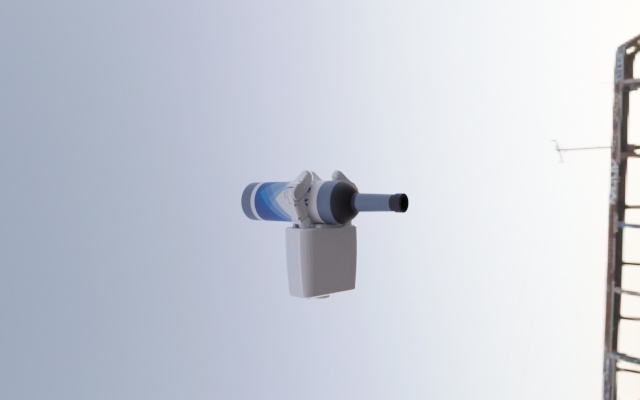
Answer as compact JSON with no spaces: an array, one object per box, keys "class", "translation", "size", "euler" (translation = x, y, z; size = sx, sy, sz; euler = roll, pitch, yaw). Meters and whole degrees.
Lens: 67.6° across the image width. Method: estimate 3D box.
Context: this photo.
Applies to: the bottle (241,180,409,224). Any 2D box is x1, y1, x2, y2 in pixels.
[{"class":"bottle","translation":[0.000,0.002,0.744],"size":[0.295,0.069,0.069],"euler":[1,0,39]}]
